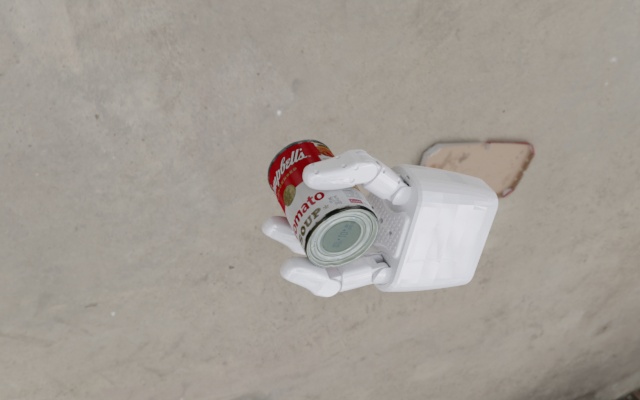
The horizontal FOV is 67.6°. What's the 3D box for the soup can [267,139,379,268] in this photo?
[{"bbox_3d":[0.000,0.001,0.422,0.068,0.068,0.102,0,38,-28],"label":"soup can"}]
